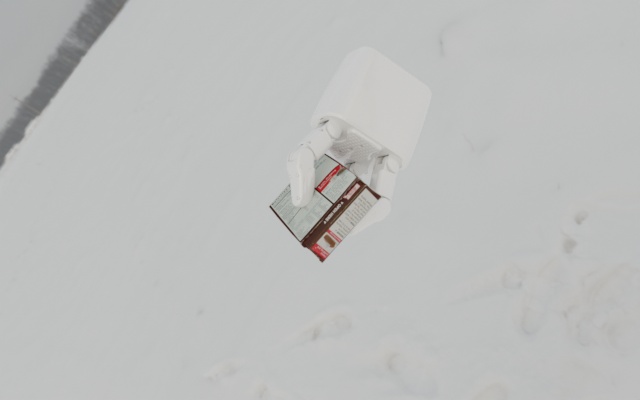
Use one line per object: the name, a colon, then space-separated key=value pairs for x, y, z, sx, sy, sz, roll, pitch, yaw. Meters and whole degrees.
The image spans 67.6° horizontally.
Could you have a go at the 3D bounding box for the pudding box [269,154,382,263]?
pudding box: x=0.000 y=0.002 z=0.509 sx=0.039 sy=0.090 sz=0.113 roll=41 pitch=1 yaw=-28
